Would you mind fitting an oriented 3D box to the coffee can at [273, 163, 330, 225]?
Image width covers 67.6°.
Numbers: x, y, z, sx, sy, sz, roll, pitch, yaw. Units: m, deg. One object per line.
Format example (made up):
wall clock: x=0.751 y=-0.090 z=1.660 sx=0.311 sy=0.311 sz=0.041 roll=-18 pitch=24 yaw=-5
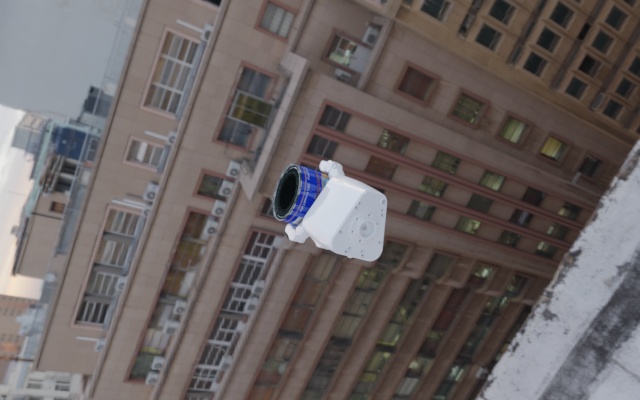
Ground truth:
coffee can: x=0.000 y=0.003 z=0.850 sx=0.140 sy=0.103 sz=0.103 roll=16 pitch=-8 yaw=-27
